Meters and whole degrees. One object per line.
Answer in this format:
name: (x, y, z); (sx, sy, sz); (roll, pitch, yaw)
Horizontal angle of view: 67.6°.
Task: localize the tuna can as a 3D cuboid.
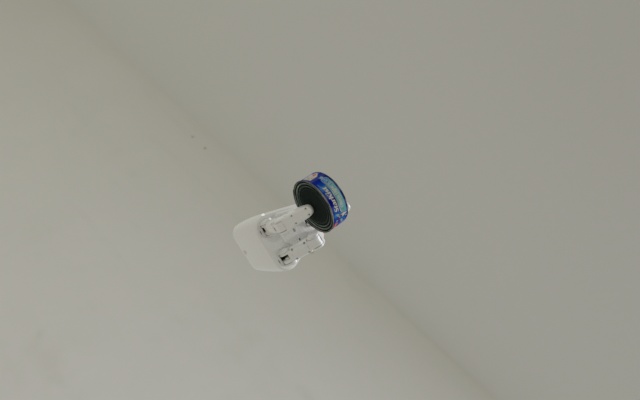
tuna can: (0.001, 0.002, 0.697); (0.033, 0.086, 0.086); (-33, 17, -29)
